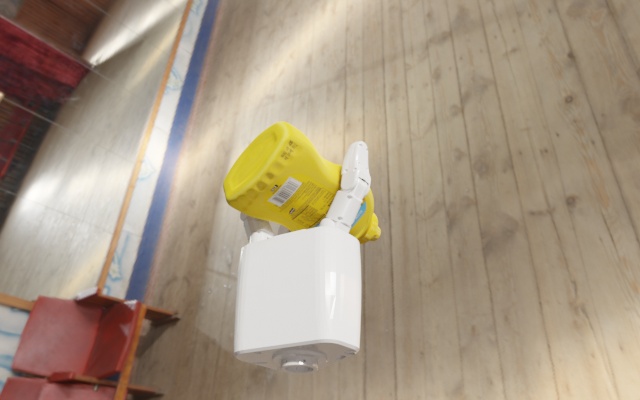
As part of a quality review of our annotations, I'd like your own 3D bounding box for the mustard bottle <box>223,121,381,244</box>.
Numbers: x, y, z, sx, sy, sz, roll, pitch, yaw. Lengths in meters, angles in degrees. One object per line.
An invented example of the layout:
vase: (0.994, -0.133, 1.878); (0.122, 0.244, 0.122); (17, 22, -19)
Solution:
mustard bottle: (0.000, 0.001, 0.506); (0.192, 0.096, 0.058); (31, 21, -37)
